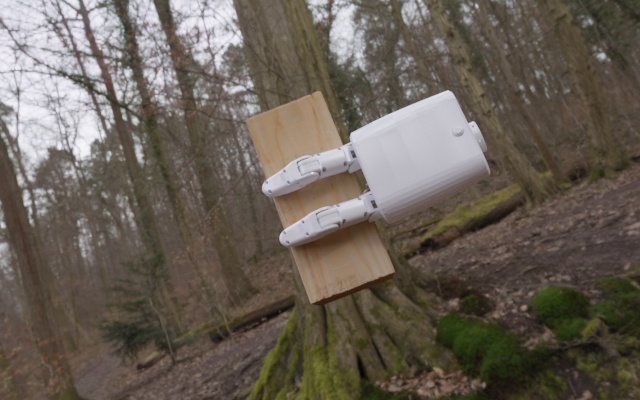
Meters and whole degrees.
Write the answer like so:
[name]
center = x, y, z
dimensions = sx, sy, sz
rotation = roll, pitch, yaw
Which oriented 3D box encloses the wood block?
[wood block]
center = 0.000, 0.002, 0.524
dimensions = 0.090, 0.206, 0.091
rotation = -21, -15, 2
